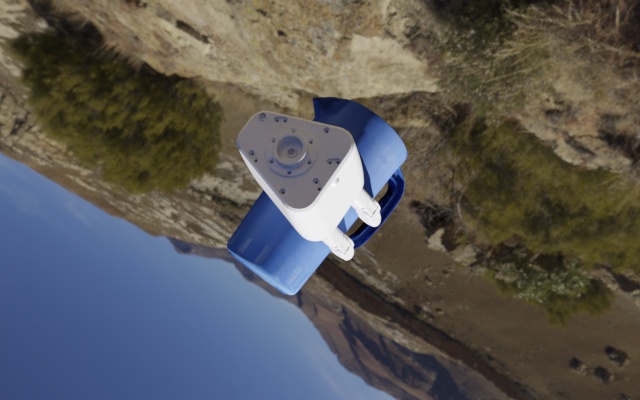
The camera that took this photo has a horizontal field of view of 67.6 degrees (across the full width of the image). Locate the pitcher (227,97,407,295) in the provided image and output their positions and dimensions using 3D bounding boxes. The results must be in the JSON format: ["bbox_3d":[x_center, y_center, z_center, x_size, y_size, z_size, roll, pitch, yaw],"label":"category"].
[{"bbox_3d":[0.000,0.002,0.621,0.149,0.243,0.145,34,-10,16],"label":"pitcher"}]
